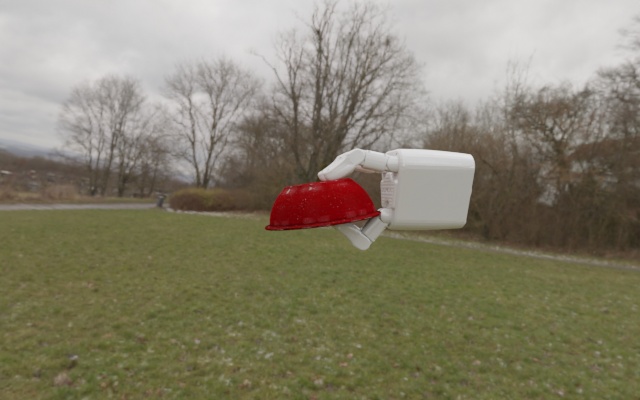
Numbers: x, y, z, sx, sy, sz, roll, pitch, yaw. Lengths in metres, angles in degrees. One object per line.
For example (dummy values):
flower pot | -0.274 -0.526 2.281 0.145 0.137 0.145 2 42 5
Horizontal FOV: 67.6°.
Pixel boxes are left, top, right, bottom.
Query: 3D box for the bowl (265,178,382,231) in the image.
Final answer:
bowl | -0.001 0.002 0.654 0.162 0.055 0.162 -8 3 0
